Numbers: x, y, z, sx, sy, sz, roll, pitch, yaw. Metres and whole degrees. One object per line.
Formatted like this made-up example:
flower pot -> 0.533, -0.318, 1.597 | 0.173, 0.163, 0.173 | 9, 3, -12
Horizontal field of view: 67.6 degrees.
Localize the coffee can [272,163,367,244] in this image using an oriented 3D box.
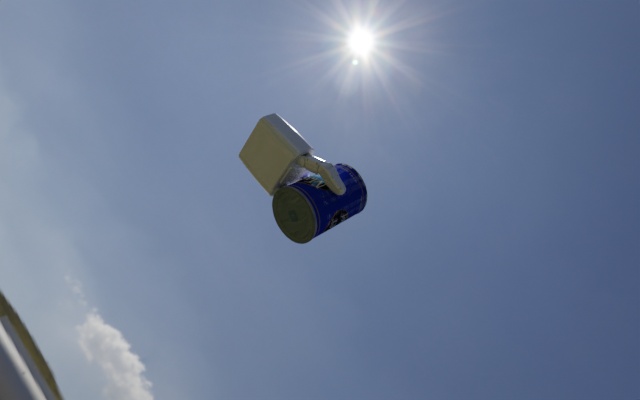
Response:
coffee can -> 0.000, 0.003, 0.846 | 0.103, 0.103, 0.140 | 0, 20, 46
